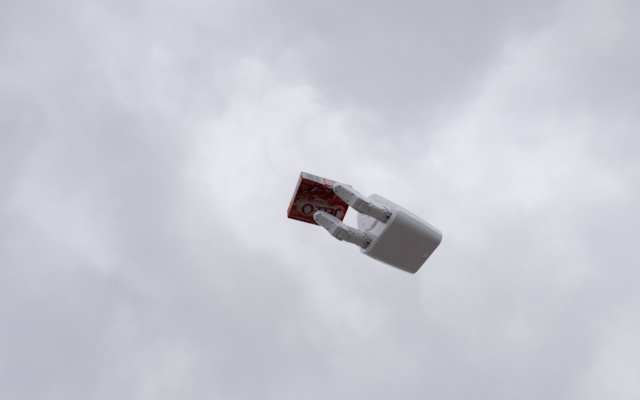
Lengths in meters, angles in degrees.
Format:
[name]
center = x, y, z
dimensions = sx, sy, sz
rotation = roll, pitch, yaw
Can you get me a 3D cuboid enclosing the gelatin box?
[gelatin box]
center = 0.000, 0.002, 0.748
dimensions = 0.089, 0.073, 0.030
rotation = 16, 24, -14
